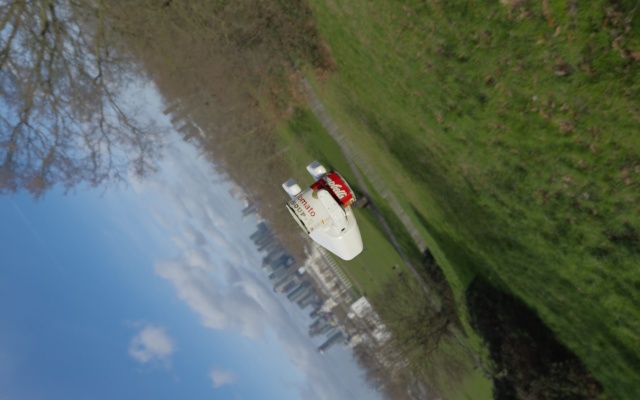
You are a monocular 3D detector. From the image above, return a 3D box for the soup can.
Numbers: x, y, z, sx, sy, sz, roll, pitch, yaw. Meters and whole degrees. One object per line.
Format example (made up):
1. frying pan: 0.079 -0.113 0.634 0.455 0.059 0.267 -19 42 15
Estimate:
1. soup can: 0.000 0.003 0.822 0.102 0.068 0.068 -36 5 -7
